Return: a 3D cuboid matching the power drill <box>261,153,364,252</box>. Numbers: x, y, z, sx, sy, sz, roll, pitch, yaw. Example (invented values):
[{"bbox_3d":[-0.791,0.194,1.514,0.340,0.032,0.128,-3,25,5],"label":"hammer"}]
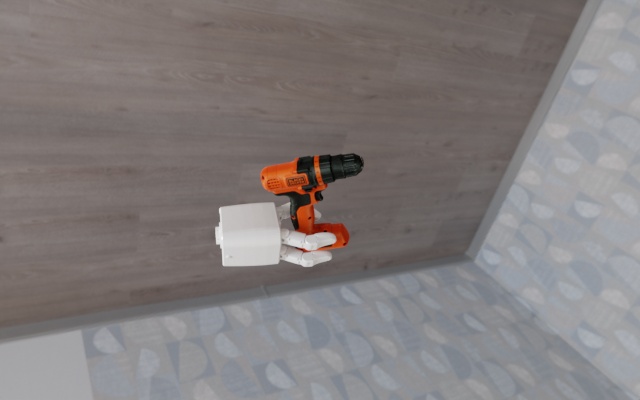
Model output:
[{"bbox_3d":[0.000,0.003,0.880,0.184,0.188,0.057,-8,32,11],"label":"power drill"}]
